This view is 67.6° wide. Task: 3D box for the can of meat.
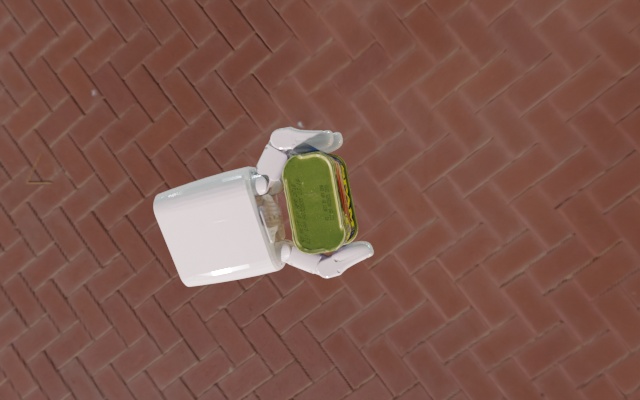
[{"bbox_3d":[0.000,0.002,0.487,0.057,0.102,0.084,-11,0,10],"label":"can of meat"}]
